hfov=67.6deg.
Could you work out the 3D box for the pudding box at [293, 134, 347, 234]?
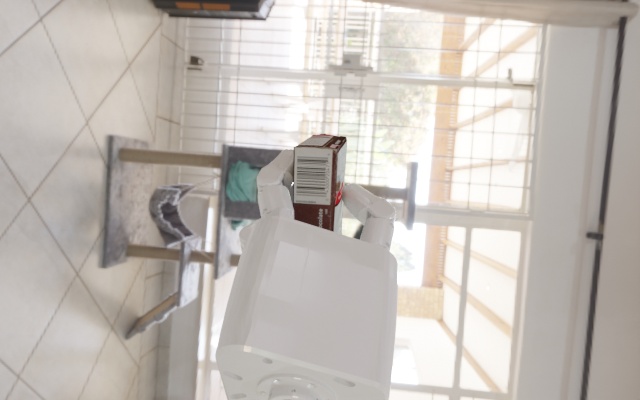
[{"bbox_3d":[0.000,0.001,0.429,0.039,0.113,0.090,6,14,6],"label":"pudding box"}]
